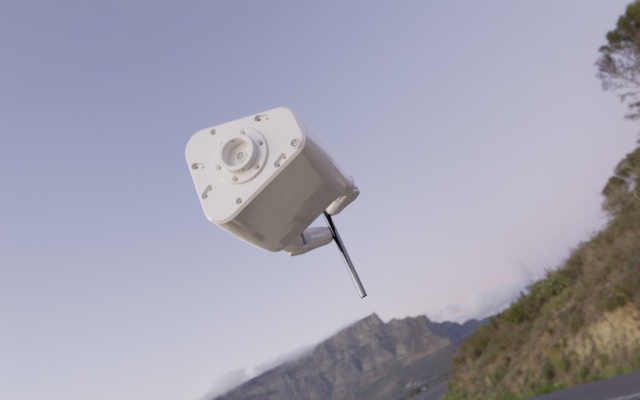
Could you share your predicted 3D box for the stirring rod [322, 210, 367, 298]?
[{"bbox_3d":[0.000,0.002,0.553,0.011,0.239,0.011,-20,-24,-10],"label":"stirring rod"}]
